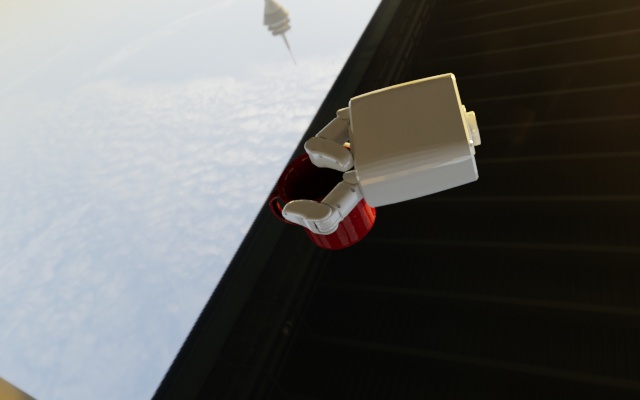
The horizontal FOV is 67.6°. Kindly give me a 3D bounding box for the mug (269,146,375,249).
[{"bbox_3d":[-0.001,0.002,0.529,0.117,0.081,0.093,-13,40,19],"label":"mug"}]
